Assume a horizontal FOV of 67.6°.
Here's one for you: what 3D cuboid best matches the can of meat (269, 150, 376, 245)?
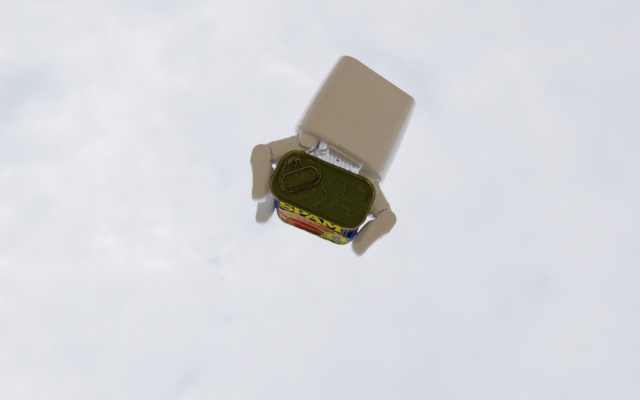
[{"bbox_3d":[0.000,0.002,0.502,0.102,0.057,0.084,23,-18,5],"label":"can of meat"}]
